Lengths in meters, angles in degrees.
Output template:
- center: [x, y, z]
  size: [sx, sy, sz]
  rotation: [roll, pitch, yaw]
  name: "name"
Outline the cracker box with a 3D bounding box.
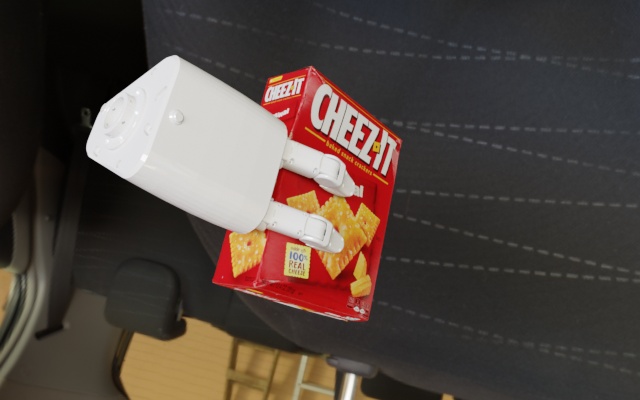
- center: [0.000, 0.002, 0.486]
  size: [0.072, 0.213, 0.164]
  rotation: [-2, -22, 43]
  name: "cracker box"
